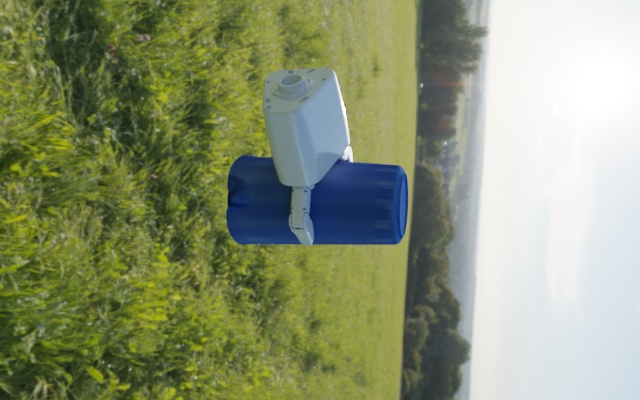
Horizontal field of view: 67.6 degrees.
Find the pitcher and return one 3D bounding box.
[{"bbox_3d":[0.000,0.002,0.687,0.243,0.145,0.149,2,43,17],"label":"pitcher"}]
